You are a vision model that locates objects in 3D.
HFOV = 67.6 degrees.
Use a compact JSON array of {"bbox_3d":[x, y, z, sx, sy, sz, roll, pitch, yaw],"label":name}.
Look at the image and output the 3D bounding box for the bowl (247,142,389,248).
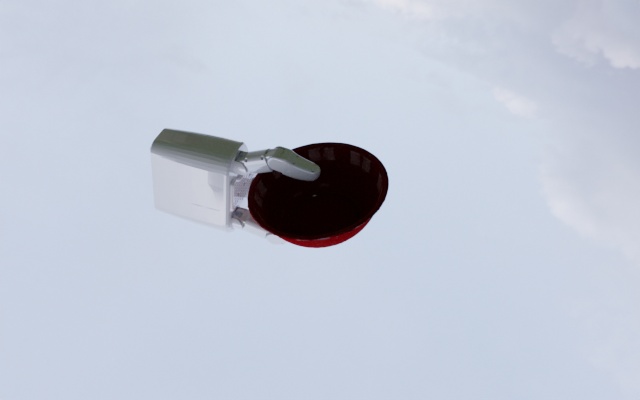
[{"bbox_3d":[0.001,0.002,0.555,0.162,0.055,0.162,-7,43,6],"label":"bowl"}]
